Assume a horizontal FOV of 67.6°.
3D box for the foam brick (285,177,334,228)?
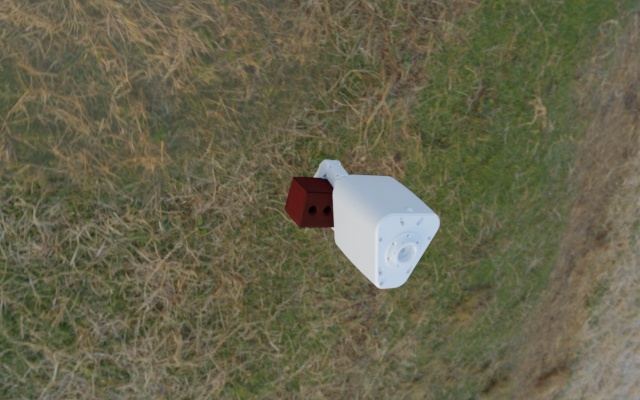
[{"bbox_3d":[0.000,0.002,0.647,0.078,0.053,0.051,1,27,-28],"label":"foam brick"}]
